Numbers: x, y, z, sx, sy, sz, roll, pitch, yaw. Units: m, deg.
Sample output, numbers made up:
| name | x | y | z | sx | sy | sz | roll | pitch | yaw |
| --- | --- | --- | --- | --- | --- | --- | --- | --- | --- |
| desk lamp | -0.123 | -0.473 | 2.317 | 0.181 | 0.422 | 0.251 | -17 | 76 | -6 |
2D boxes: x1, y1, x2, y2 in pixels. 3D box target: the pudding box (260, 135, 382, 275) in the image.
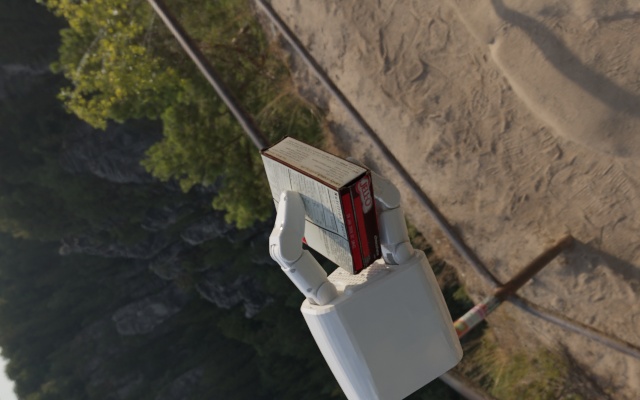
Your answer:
| name | x | y | z | sx | sy | sz | roll | pitch | yaw |
| --- | --- | --- | --- | --- | --- | --- | --- | --- | --- |
| pudding box | 0.000 | 0.001 | 0.417 | 0.039 | 0.090 | 0.113 | -33 | 39 | -29 |
